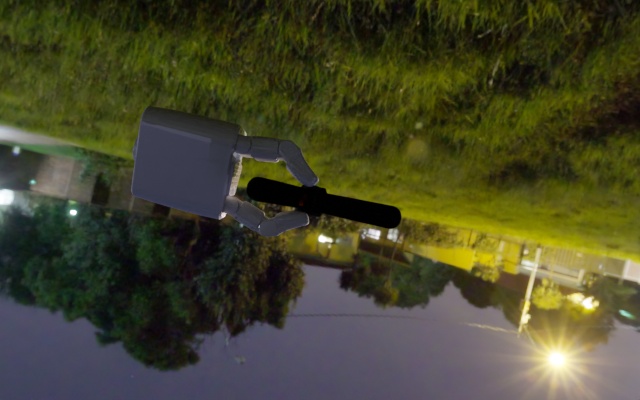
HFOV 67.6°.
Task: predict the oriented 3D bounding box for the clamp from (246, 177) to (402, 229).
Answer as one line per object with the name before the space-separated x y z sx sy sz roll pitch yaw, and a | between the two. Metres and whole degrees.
clamp | 0.000 0.003 0.578 0.164 0.036 0.210 13 0 -4
